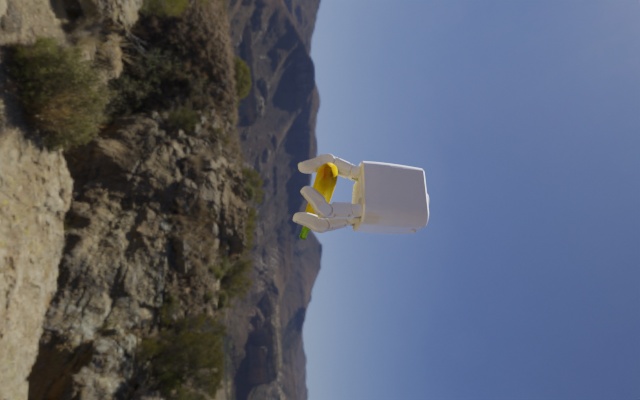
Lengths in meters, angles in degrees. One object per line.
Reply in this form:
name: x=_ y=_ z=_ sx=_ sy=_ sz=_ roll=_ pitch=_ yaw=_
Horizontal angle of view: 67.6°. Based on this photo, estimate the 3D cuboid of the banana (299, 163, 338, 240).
banana: x=0.002 y=-0.010 z=0.801 sx=0.037 sy=0.069 sz=0.198 roll=14 pitch=-39 yaw=-3
